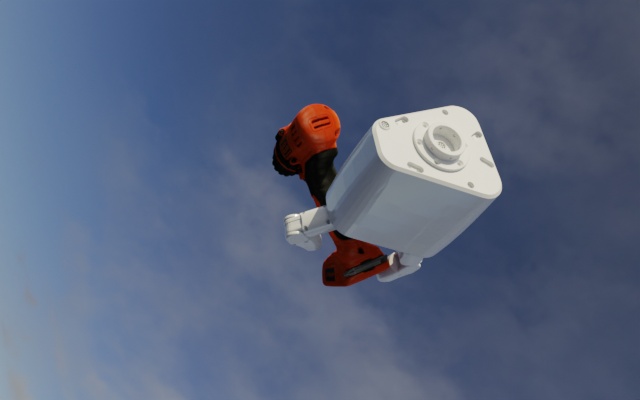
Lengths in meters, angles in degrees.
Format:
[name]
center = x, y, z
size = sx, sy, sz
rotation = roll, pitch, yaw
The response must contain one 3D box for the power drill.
[power drill]
center = 0.000, 0.002, 0.538
size = 0.057, 0.187, 0.184
rotation = -22, -3, -16
